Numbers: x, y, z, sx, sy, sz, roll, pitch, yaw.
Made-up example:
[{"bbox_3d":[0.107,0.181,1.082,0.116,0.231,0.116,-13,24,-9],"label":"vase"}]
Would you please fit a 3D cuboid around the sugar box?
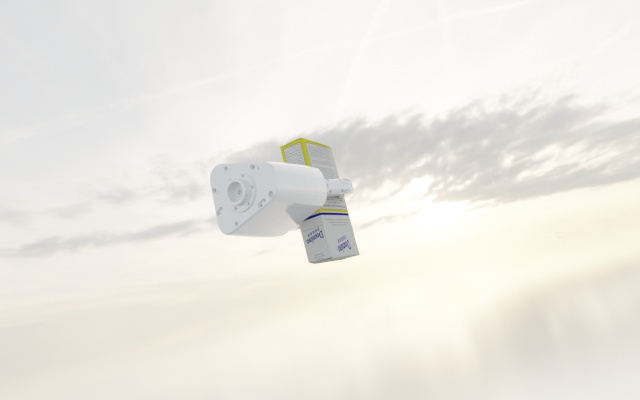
[{"bbox_3d":[0.000,0.002,0.701,0.048,0.176,0.093,-18,-12,29],"label":"sugar box"}]
